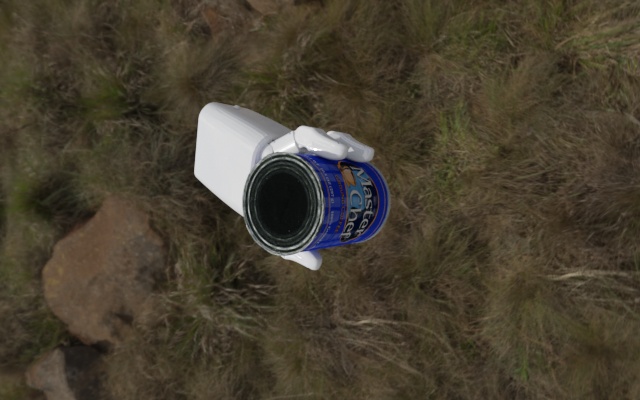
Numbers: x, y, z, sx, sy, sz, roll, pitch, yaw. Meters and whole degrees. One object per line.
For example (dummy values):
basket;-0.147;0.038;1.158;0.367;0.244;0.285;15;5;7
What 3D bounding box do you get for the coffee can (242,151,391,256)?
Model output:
coffee can;0.000;0.002;0.521;0.103;0.103;0.140;0;1;34
